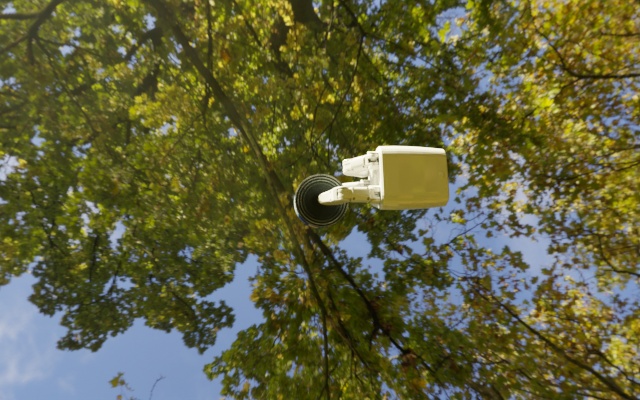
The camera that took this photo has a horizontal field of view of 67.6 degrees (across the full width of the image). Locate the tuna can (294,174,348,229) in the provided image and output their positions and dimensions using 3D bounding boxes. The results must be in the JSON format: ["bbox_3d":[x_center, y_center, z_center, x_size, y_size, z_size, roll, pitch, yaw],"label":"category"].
[{"bbox_3d":[0.000,0.003,0.772,0.086,0.086,0.034,0,-9,-7],"label":"tuna can"}]
